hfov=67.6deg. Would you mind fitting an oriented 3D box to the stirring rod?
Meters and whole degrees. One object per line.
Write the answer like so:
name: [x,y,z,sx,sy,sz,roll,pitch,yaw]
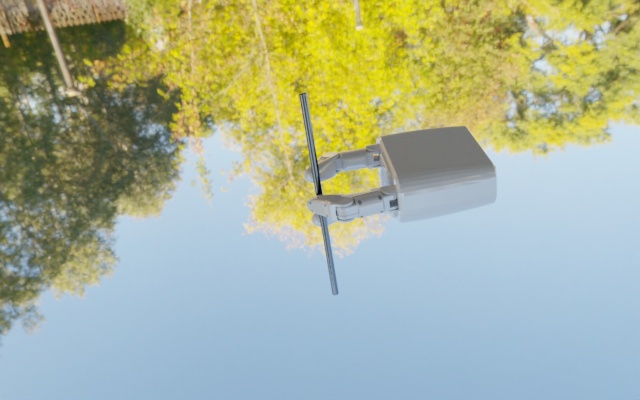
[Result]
stirring rod: [0.000,0.002,0.531,0.011,0.240,0.011,-8,22,3]
